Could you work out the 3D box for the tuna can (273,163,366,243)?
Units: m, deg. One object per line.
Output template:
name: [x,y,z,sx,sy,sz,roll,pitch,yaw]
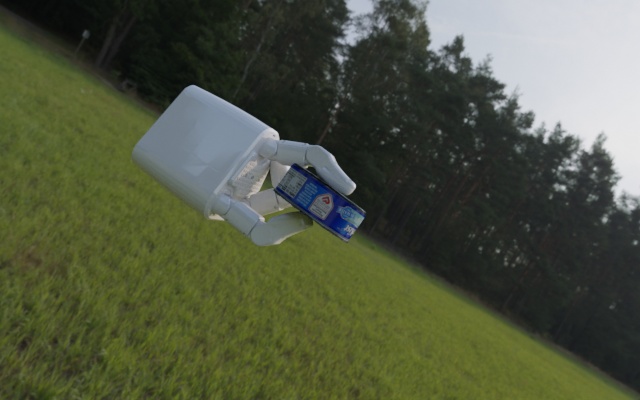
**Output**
tuna can: [0.000,0.001,0.449,0.086,0.034,0.086,35,1,0]
